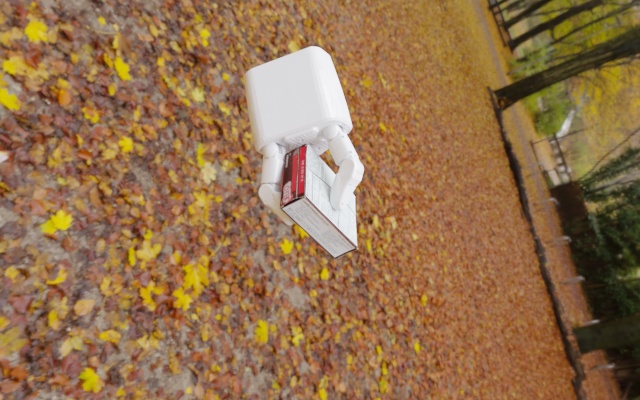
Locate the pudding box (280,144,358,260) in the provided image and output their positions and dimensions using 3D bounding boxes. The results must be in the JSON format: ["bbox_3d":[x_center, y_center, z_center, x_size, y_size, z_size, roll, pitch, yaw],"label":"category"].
[{"bbox_3d":[0.000,0.002,0.564,0.039,0.090,0.113,-26,-50,26],"label":"pudding box"}]
